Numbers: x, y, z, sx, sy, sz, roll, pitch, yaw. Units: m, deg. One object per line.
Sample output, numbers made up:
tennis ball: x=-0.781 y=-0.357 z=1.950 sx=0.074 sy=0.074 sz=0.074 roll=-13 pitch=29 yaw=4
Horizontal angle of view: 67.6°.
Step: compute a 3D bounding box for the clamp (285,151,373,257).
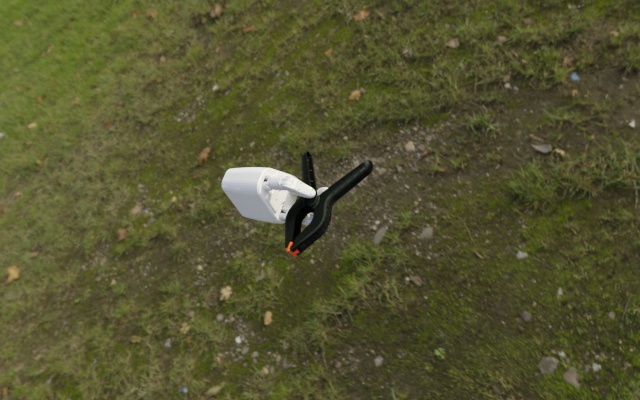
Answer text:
clamp: x=-0.001 y=0.003 z=0.858 sx=0.164 sy=0.210 sz=0.036 roll=5 pitch=-25 yaw=39
